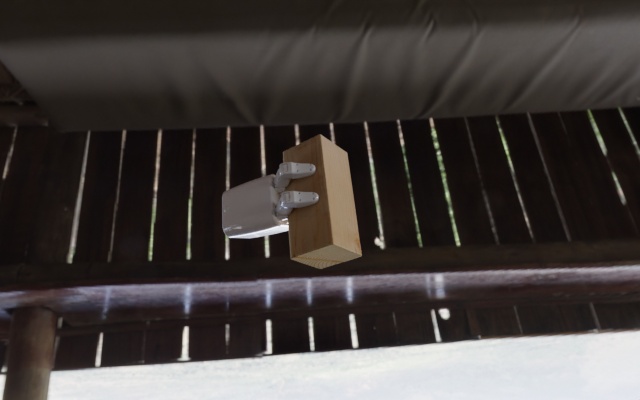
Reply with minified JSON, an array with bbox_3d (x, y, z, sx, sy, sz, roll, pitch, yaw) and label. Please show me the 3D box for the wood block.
[{"bbox_3d":[0.000,0.003,0.839,0.090,0.206,0.091,-22,-30,29],"label":"wood block"}]
